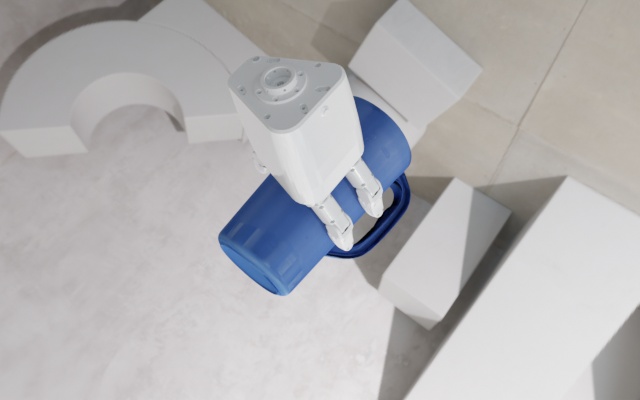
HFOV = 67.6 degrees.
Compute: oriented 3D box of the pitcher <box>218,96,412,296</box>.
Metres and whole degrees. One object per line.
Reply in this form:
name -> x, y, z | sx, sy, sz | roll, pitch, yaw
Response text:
pitcher -> 0.000, 0.002, 0.591 | 0.149, 0.242, 0.145 | 31, -22, 26
